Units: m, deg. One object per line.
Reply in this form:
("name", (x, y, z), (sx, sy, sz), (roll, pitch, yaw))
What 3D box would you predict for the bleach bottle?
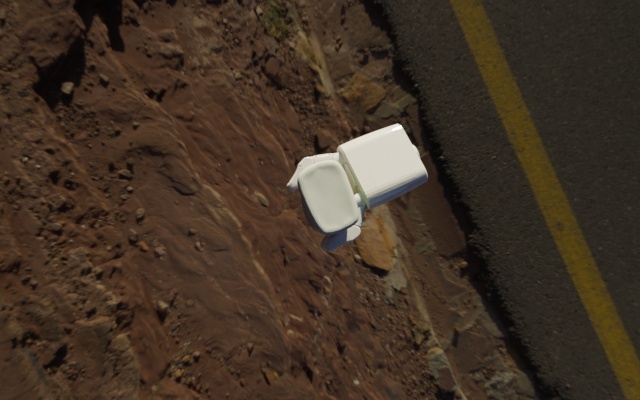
("bleach bottle", (0.000, 0.003, 0.758), (0.068, 0.102, 0.251), (-21, 0, -6))
